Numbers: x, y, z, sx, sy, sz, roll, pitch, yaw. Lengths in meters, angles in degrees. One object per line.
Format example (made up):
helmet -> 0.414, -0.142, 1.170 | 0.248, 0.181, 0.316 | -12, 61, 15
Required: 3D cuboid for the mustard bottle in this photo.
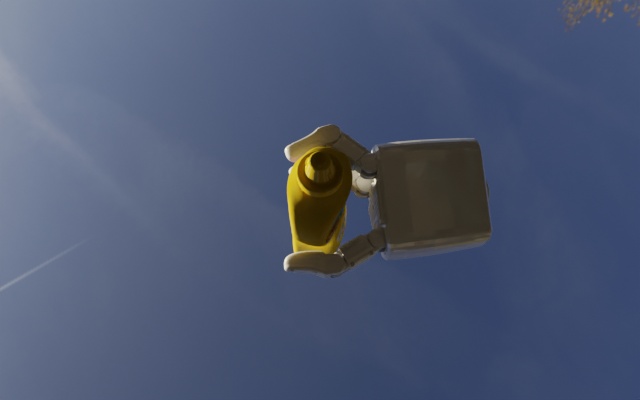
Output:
mustard bottle -> 0.000, 0.002, 0.478 | 0.058, 0.096, 0.192 | 17, -20, 6
